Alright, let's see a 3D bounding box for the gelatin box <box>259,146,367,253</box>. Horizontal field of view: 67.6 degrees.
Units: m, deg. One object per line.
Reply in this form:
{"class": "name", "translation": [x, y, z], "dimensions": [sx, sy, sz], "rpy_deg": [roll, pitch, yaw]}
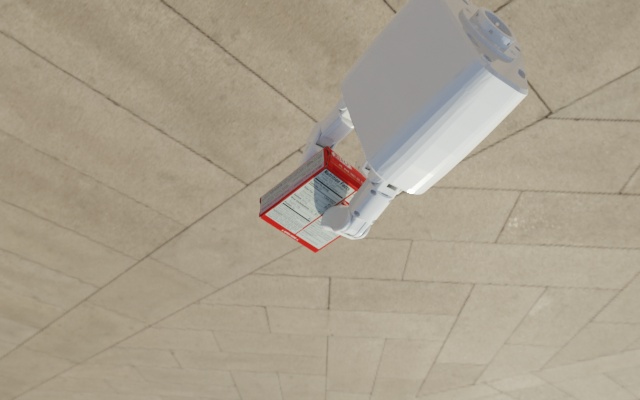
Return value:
{"class": "gelatin box", "translation": [0.000, 0.002, 0.433], "dimensions": [0.089, 0.030, 0.073], "rpy_deg": [-36, -55, 28]}
